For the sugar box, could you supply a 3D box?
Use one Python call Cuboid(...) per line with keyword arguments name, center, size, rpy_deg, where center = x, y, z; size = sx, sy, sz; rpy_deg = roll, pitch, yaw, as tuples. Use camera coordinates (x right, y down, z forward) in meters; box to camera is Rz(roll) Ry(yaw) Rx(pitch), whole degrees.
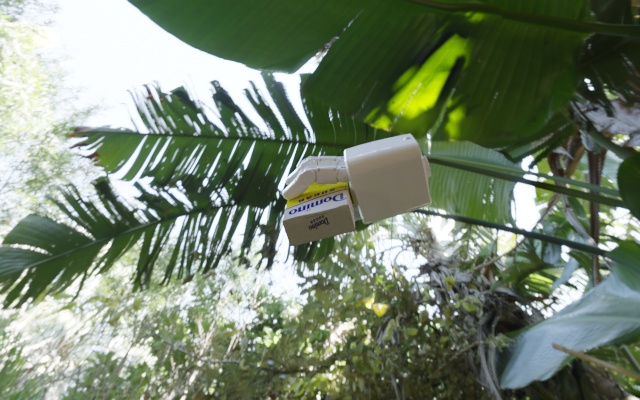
Cuboid(name="sugar box", center=(0.000, 0.002, 0.703), size=(0.093, 0.048, 0.176), rpy_deg=(-14, 17, 7))
